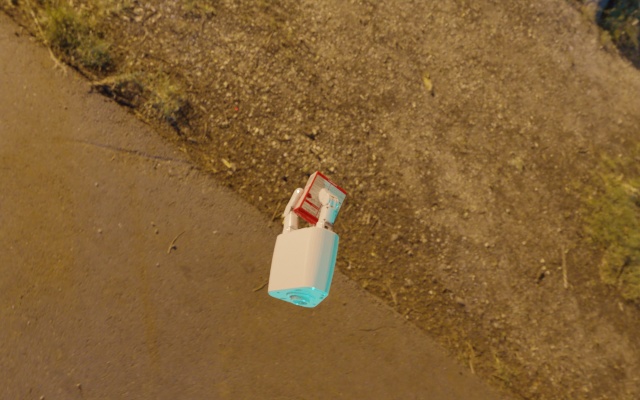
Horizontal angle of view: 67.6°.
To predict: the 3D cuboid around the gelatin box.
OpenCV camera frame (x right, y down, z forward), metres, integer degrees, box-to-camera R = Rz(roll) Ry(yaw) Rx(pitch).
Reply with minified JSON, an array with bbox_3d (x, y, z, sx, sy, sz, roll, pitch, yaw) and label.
[{"bbox_3d":[0.000,0.002,0.873,0.073,0.089,0.030,35,-31,-17],"label":"gelatin box"}]
